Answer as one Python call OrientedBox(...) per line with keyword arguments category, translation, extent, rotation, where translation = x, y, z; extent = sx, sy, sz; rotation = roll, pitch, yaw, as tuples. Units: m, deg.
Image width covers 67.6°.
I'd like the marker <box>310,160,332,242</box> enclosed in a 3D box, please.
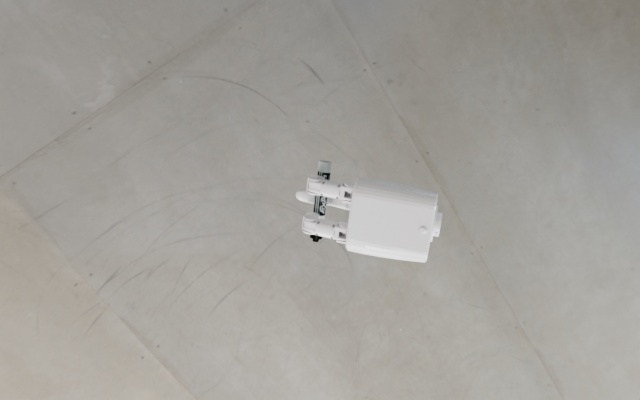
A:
OrientedBox(category="marker", translation=(0.000, 0.002, 0.698), extent=(0.020, 0.121, 0.020), rotation=(7, 12, -1))
